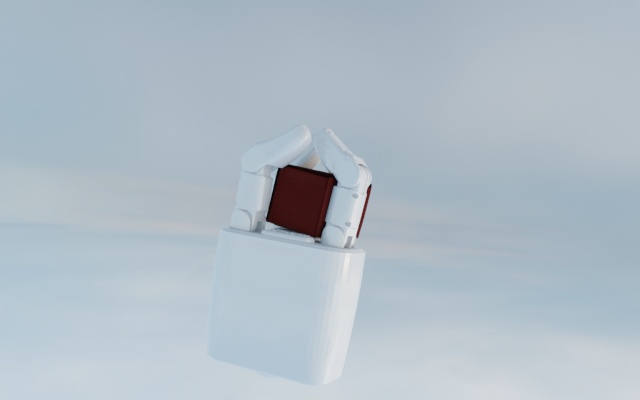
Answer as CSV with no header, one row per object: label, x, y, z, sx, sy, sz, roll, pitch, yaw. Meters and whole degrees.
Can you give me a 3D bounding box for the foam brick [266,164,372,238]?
foam brick,0.000,0.001,0.411,0.053,0.051,0.078,14,3,32
